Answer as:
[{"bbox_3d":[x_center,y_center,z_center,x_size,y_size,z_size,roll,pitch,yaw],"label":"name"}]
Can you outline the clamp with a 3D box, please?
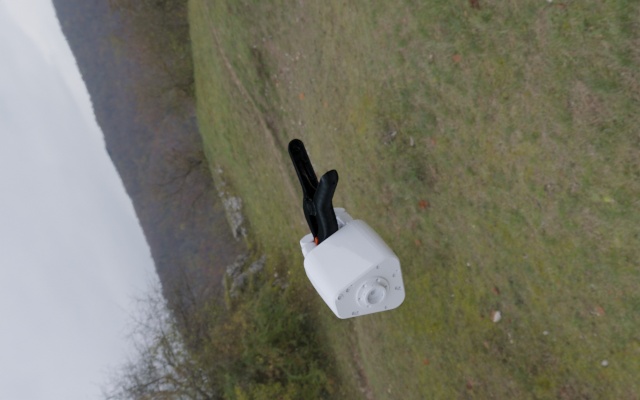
[{"bbox_3d":[0.000,0.003,0.695,0.039,0.172,0.120,-22,30,-13],"label":"clamp"}]
